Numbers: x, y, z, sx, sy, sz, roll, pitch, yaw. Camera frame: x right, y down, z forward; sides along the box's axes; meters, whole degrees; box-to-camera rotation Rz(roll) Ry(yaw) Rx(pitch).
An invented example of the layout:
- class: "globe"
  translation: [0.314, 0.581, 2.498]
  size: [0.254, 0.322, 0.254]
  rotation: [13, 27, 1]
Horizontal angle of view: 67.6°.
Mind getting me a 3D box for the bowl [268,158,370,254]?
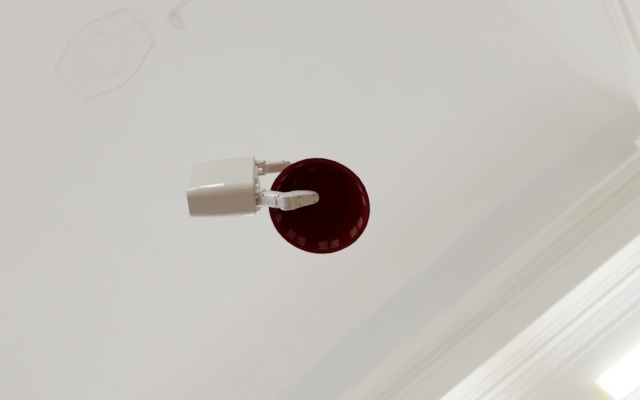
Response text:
- class: "bowl"
  translation: [0.001, 0.003, 0.768]
  size: [0.162, 0.162, 0.055]
  rotation: [0, 21, 8]
